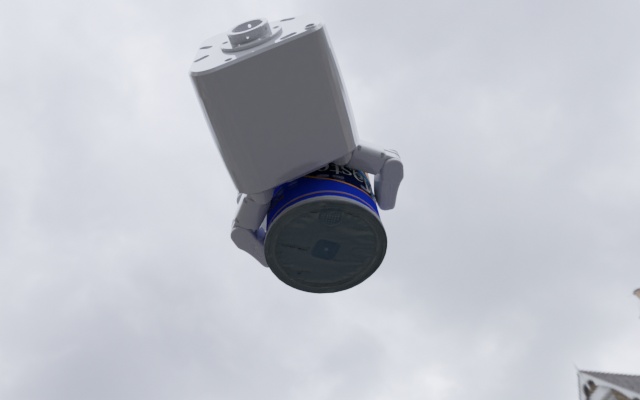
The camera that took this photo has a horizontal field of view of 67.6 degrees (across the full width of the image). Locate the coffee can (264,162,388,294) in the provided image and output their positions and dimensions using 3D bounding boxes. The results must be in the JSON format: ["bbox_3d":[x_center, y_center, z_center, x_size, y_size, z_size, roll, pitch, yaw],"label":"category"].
[{"bbox_3d":[0.000,0.002,0.451,0.103,0.103,0.140,0,35,-5],"label":"coffee can"}]
